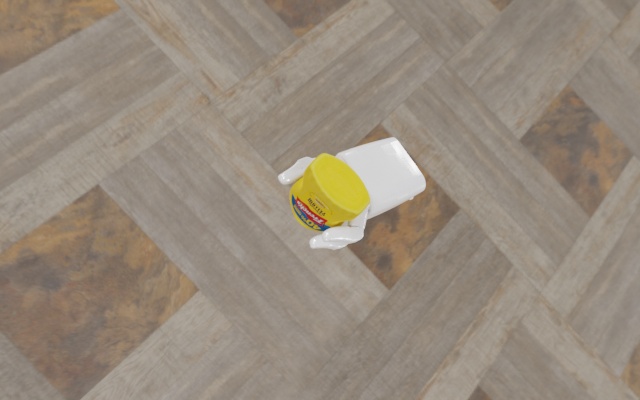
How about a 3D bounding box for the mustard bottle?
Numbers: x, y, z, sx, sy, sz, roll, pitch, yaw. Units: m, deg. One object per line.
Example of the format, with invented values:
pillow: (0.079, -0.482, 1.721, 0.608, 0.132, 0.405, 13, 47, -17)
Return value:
mustard bottle: (0.000, 0.002, 0.718, 0.058, 0.096, 0.192, -47, 2, -23)
